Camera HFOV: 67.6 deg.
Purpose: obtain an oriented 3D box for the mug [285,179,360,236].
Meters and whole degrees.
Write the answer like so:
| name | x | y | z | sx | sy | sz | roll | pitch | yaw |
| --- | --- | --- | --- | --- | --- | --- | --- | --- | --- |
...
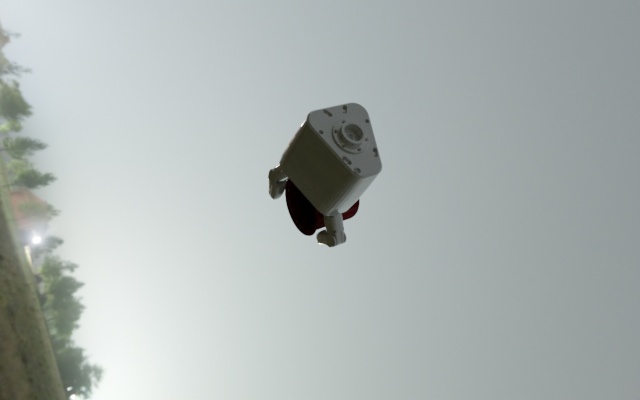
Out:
| name | x | y | z | sx | sy | sz | roll | pitch | yaw |
| --- | --- | --- | --- | --- | --- | --- | --- | --- | --- |
| mug | 0.000 | 0.003 | 0.726 | 0.081 | 0.093 | 0.117 | -17 | -17 | -29 |
